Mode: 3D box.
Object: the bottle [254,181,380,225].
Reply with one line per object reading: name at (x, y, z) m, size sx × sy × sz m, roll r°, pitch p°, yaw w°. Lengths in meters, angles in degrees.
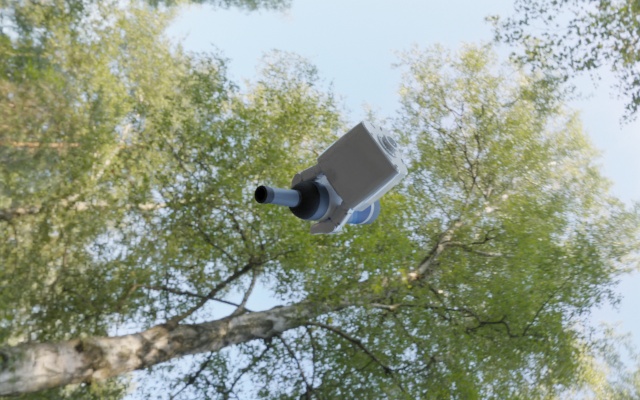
bottle at (0.000, 0.003, 0.828) m, size 0.069 × 0.069 × 0.296 m, roll 0°, pitch -5°, yaw 38°
